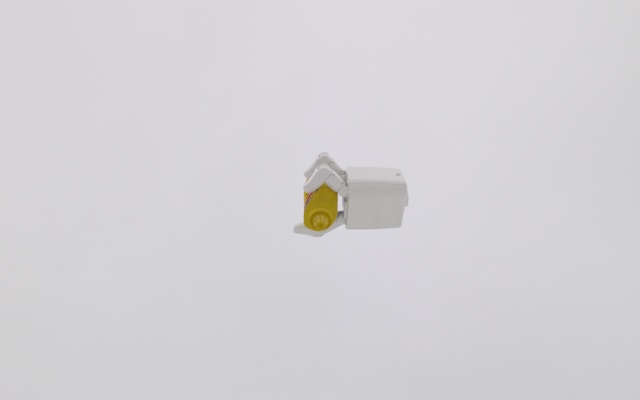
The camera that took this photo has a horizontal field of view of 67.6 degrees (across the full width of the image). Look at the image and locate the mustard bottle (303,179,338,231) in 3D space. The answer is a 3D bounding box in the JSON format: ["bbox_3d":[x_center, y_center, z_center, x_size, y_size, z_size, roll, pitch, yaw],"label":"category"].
[{"bbox_3d":[0.000,0.003,0.888,0.058,0.096,0.191,22,23,-11],"label":"mustard bottle"}]
